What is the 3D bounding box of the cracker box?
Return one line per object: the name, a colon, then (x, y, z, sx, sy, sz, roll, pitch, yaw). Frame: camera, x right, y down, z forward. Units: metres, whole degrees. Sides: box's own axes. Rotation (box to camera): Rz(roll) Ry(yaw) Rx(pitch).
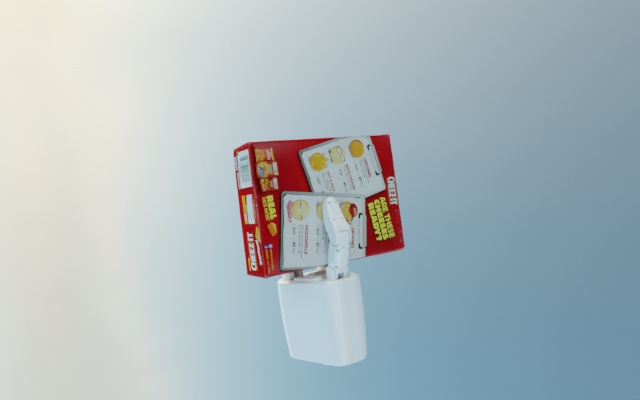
cracker box: (0.000, 0.002, 0.636, 0.213, 0.164, 0.072, -8, 0, -31)
